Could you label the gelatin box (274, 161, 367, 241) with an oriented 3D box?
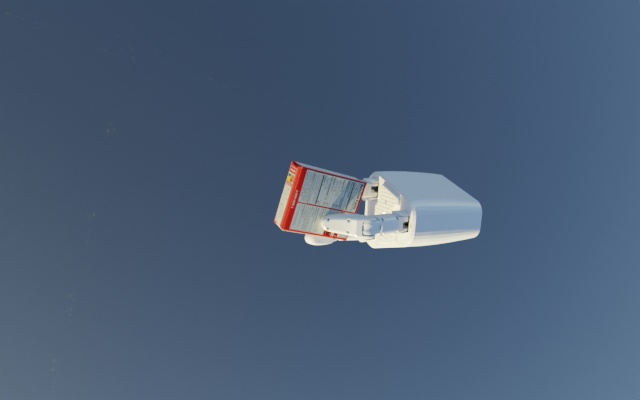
[{"bbox_3d":[0.000,0.002,0.539,0.089,0.073,0.030,12,12,-30],"label":"gelatin box"}]
